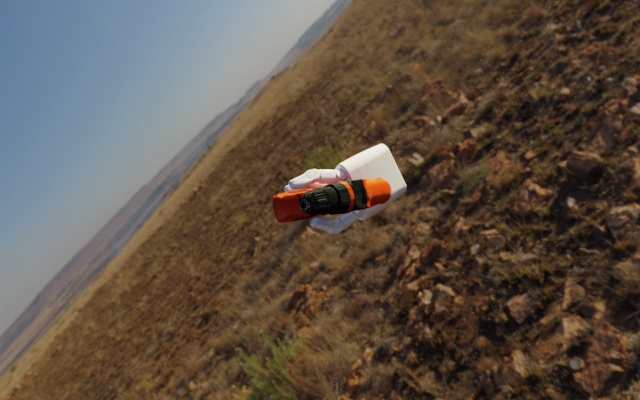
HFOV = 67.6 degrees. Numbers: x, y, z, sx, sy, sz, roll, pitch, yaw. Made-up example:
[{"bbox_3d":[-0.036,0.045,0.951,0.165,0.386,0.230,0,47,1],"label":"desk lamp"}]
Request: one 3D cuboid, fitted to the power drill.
[{"bbox_3d":[0.000,0.003,0.816,0.184,0.057,0.187,-8,0,-40],"label":"power drill"}]
